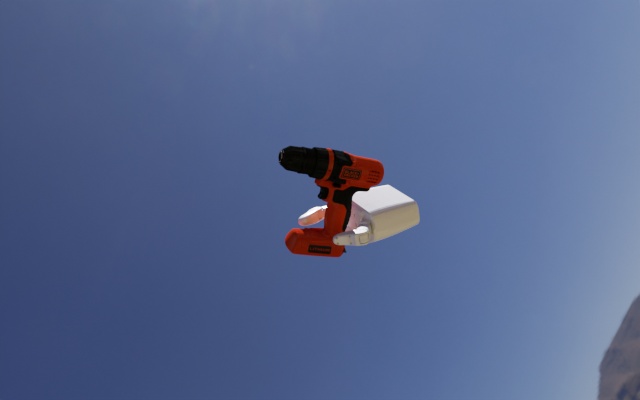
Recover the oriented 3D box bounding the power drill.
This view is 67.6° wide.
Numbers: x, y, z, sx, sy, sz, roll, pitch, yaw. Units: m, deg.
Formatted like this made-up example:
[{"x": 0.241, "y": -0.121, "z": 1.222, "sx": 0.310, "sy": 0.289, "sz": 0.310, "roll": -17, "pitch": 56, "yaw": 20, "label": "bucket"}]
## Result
[{"x": 0.000, "y": 0.003, "z": 0.802, "sx": 0.184, "sy": 0.188, "sz": 0.057, "roll": 8, "pitch": 26, "yaw": -22, "label": "power drill"}]
